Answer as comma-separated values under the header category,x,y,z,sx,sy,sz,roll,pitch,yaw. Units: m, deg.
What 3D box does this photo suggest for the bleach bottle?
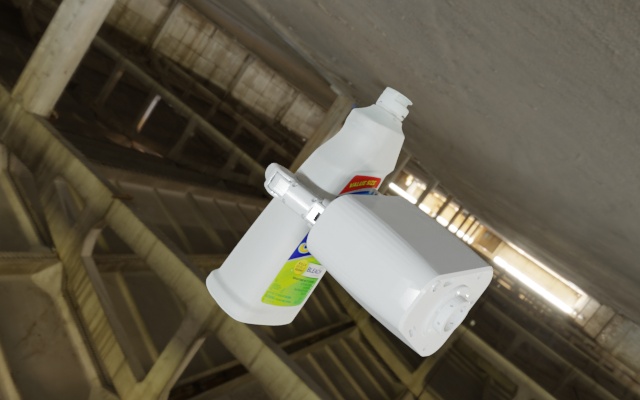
category,x,y,z,sx,sy,sz,roll,pitch,yaw
bleach bottle,0.000,0.002,0.459,0.068,0.251,0.102,40,9,35
